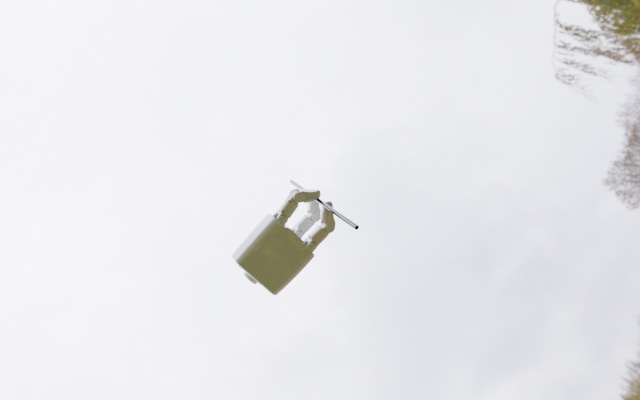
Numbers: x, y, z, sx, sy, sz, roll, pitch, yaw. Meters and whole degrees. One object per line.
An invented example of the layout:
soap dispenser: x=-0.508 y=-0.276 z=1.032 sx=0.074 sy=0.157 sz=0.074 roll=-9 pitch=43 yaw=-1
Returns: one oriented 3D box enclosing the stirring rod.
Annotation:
stirring rod: x=0.000 y=0.003 z=0.877 sx=0.011 sy=0.011 sz=0.239 roll=0 pitch=20 yaw=-32
